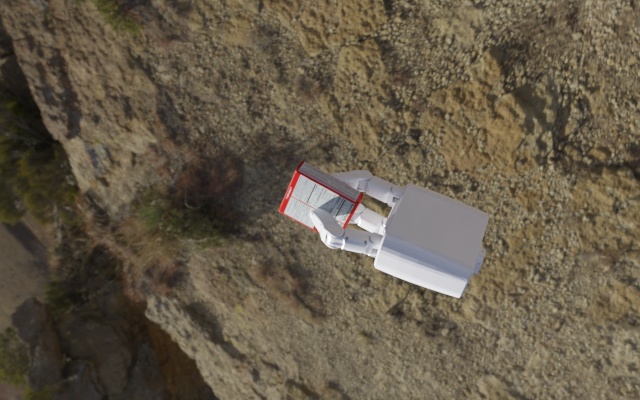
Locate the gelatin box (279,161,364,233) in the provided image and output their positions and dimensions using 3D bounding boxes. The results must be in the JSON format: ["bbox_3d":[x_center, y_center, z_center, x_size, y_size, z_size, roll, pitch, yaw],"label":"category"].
[{"bbox_3d":[0.000,0.002,0.607,0.089,0.073,0.030,28,39,2],"label":"gelatin box"}]
